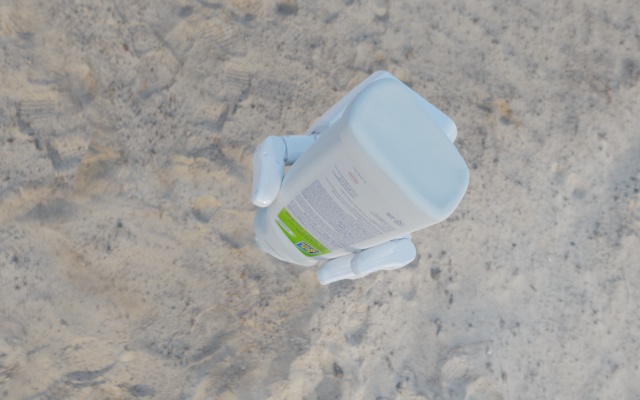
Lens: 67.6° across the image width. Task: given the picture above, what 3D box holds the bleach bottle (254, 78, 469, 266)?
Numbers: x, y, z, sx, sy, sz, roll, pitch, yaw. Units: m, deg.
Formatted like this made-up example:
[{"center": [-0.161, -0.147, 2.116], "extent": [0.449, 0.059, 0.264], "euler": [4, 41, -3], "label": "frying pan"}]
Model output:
[{"center": [0.000, 0.001, 0.408], "extent": [0.068, 0.102, 0.251], "euler": [-48, 11, -33], "label": "bleach bottle"}]
